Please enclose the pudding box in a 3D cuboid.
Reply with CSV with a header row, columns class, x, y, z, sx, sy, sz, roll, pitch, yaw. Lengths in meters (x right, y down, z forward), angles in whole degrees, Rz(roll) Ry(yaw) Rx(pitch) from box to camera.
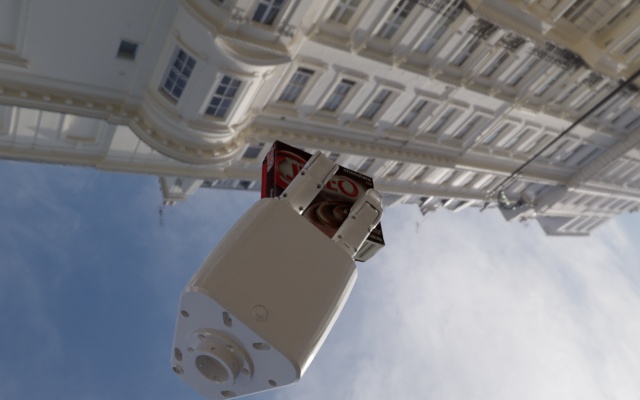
class,x,y,z,sx,sy,sz,roll,pitch,yaw
pudding box,0.000,0.002,0.446,0.113,0.090,0.039,21,-49,-24
